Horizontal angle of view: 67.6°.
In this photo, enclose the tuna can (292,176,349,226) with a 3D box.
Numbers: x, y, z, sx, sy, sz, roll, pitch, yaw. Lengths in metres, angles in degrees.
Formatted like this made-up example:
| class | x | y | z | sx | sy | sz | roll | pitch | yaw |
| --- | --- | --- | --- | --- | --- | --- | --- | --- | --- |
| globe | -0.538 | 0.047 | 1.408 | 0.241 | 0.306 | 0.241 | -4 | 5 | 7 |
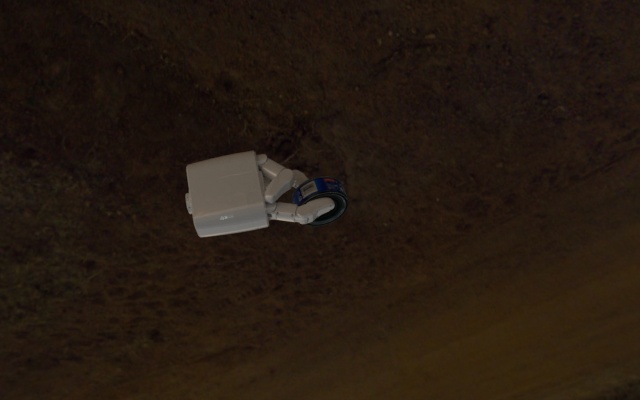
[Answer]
| class | x | y | z | sx | sy | sz | roll | pitch | yaw |
| --- | --- | --- | --- | --- | --- | --- | --- | --- | --- |
| tuna can | 0.000 | 0.003 | 0.750 | 0.086 | 0.033 | 0.086 | -12 | -38 | -10 |
